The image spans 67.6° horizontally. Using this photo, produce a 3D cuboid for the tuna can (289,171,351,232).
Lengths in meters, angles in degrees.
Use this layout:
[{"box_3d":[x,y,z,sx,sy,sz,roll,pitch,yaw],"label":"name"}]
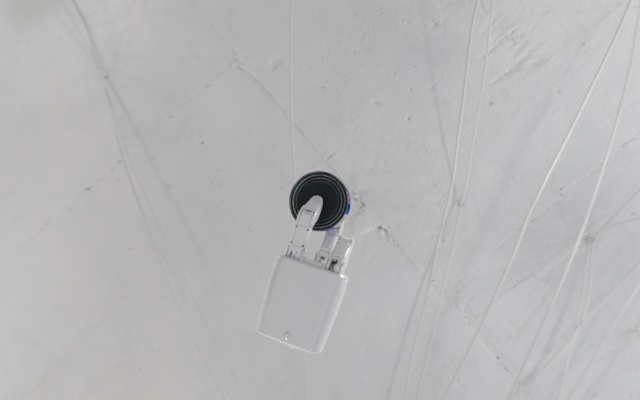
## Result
[{"box_3d":[0.000,0.002,0.689,0.086,0.086,0.034,0,-5,12],"label":"tuna can"}]
